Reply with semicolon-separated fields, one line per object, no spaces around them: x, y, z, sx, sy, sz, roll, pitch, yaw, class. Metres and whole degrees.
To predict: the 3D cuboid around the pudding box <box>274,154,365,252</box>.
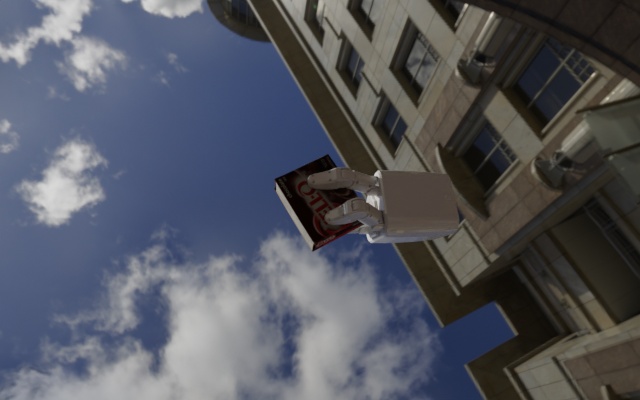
0.000;0.002;0.667;0.090;0.113;0.039;-26;-23;-19;pudding box
